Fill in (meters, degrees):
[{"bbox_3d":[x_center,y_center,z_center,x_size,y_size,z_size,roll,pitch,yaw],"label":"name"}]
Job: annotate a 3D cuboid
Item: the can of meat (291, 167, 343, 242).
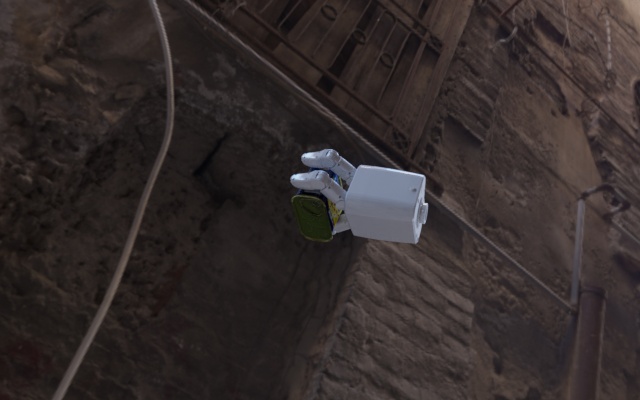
[{"bbox_3d":[0.000,0.002,0.779,0.057,0.102,0.084,7,47,21],"label":"can of meat"}]
